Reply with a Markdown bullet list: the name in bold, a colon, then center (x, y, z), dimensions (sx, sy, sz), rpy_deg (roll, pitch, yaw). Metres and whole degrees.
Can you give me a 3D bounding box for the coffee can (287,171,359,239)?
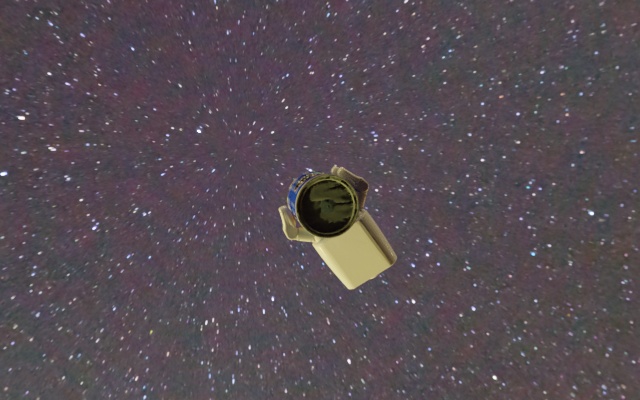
- **coffee can**: center (0.000, 0.003, 0.821), dimensions (0.103, 0.103, 0.140), rpy_deg (0, 6, -10)
